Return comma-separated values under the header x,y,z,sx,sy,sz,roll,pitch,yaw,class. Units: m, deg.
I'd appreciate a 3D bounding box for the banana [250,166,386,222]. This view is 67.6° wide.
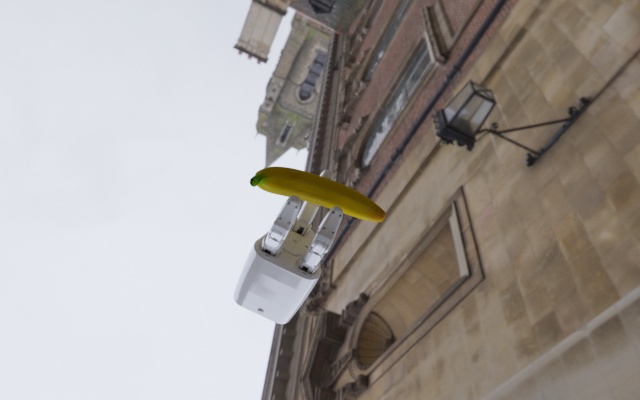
x,y,z,sx,sy,sz,roll,pitch,yaw,class
-0.008,-0.009,0.628,0.198,0.037,0.069,13,28,-26,banana
